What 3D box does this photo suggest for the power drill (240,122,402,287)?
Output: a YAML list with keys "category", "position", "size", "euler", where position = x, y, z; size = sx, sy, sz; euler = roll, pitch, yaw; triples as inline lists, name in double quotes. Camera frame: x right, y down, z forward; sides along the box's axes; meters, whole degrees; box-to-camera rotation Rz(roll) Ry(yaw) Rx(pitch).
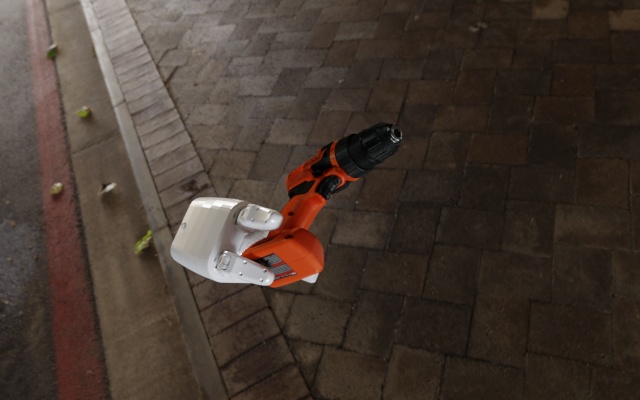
- category: "power drill"
  position: [0.000, 0.002, 0.539]
  size: [0.184, 0.057, 0.187]
  euler: [-28, 23, 46]
